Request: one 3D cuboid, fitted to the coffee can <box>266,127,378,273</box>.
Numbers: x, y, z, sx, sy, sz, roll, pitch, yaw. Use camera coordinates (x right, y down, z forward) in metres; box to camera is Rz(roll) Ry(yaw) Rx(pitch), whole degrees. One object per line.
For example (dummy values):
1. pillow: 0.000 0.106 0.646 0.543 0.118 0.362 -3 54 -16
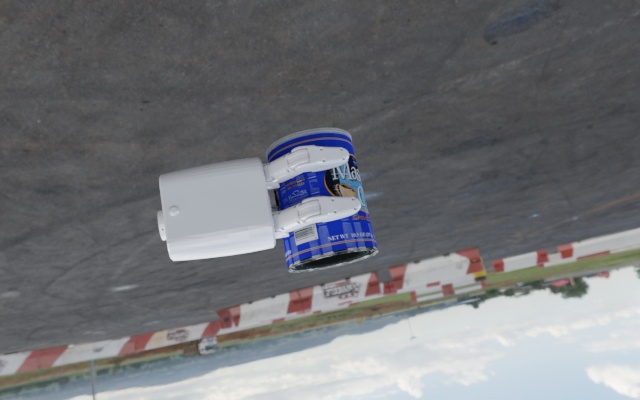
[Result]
1. coffee can: 0.000 0.002 0.544 0.103 0.140 0.103 -11 -15 -3
